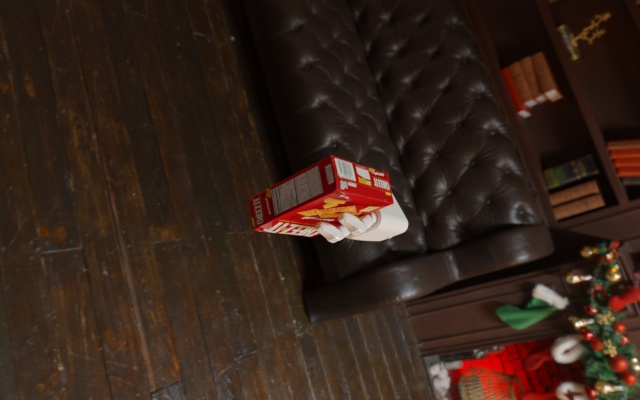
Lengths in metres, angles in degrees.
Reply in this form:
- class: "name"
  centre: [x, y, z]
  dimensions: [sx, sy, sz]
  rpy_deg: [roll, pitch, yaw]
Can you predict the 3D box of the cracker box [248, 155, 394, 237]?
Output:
- class: "cracker box"
  centre: [0.000, 0.003, 0.880]
  dimensions: [0.214, 0.072, 0.164]
  rpy_deg: [-25, -24, 37]
